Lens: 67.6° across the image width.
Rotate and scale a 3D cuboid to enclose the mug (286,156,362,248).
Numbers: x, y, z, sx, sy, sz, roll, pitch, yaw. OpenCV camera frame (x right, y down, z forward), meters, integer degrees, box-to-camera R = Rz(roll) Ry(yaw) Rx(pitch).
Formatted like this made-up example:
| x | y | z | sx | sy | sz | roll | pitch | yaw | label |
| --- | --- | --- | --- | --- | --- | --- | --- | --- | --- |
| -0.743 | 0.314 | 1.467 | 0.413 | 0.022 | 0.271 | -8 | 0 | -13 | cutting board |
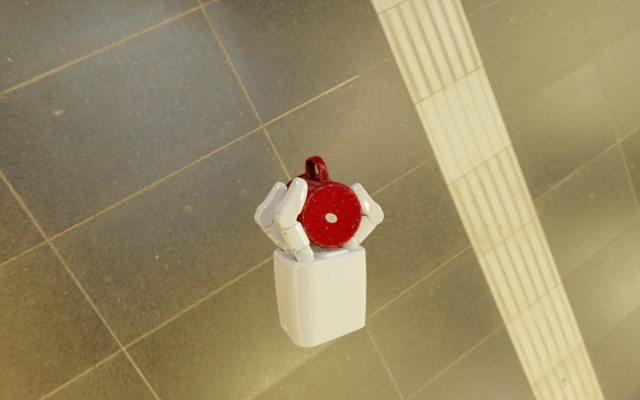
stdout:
| x | y | z | sx | sy | sz | roll | pitch | yaw | label |
| --- | --- | --- | --- | --- | --- | --- | --- | --- | --- |
| 0.000 | 0.001 | 0.606 | 0.093 | 0.117 | 0.081 | -7 | 10 | -20 | mug |
